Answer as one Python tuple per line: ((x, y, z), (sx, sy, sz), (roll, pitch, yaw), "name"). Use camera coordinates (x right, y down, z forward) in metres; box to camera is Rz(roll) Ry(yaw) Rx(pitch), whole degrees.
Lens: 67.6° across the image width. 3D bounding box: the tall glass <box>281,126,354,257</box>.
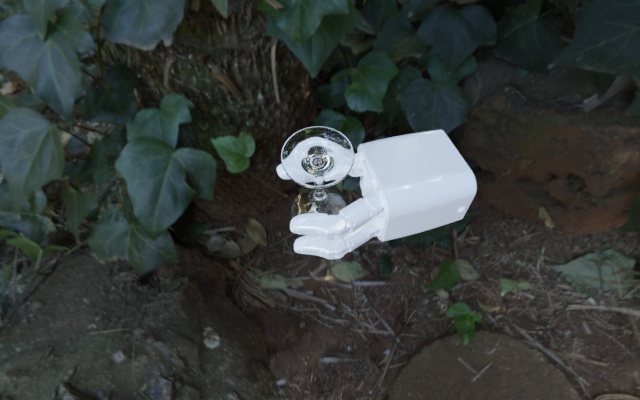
((0.000, 0.002, 0.567), (0.079, 0.079, 0.201), (0, -28, 1), "tall glass")
